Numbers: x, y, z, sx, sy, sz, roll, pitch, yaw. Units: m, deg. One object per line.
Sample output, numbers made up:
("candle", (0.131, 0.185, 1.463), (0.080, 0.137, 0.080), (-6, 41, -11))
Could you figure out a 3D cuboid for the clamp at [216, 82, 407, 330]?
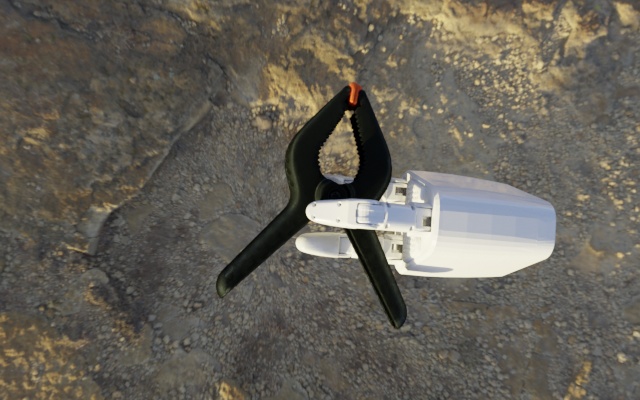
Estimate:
("clamp", (0.000, 0.001, 0.412), (0.164, 0.210, 0.036), (5, -5, -8))
